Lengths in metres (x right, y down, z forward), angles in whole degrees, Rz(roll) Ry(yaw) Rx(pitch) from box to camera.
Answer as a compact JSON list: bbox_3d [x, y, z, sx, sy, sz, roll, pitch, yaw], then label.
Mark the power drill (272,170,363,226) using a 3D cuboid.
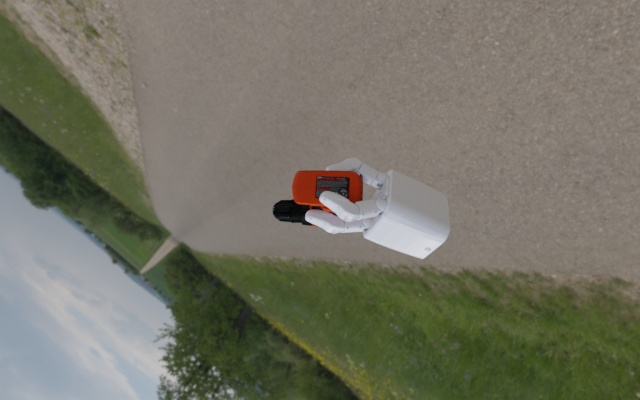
[{"bbox_3d":[0.000,0.003,0.799,0.184,0.057,0.188,0,-14,4],"label":"power drill"}]
